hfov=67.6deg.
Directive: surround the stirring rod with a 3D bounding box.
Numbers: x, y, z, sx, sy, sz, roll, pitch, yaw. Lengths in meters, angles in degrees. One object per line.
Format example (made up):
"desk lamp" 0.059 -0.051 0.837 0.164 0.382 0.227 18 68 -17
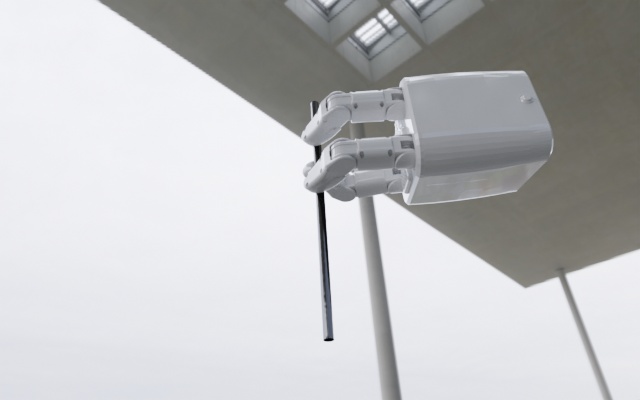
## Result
"stirring rod" 0.000 0.001 0.409 0.011 0.239 0.011 -2 -35 -2
